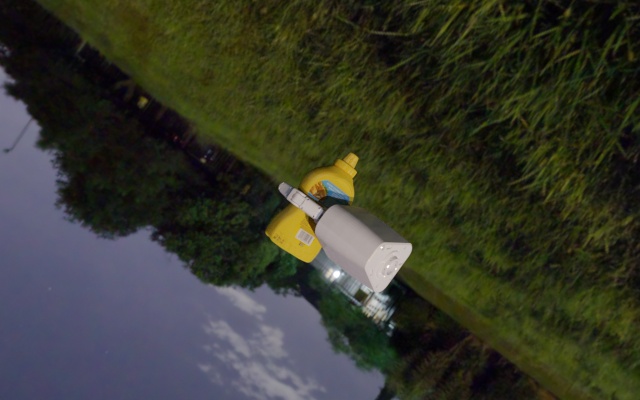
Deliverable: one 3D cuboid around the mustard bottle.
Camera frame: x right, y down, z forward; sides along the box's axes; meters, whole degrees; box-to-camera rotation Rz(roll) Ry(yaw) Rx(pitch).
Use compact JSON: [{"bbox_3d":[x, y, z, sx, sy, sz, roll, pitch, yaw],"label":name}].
[{"bbox_3d":[0.000,0.003,0.788,0.096,0.191,0.058,36,0,-31],"label":"mustard bottle"}]
